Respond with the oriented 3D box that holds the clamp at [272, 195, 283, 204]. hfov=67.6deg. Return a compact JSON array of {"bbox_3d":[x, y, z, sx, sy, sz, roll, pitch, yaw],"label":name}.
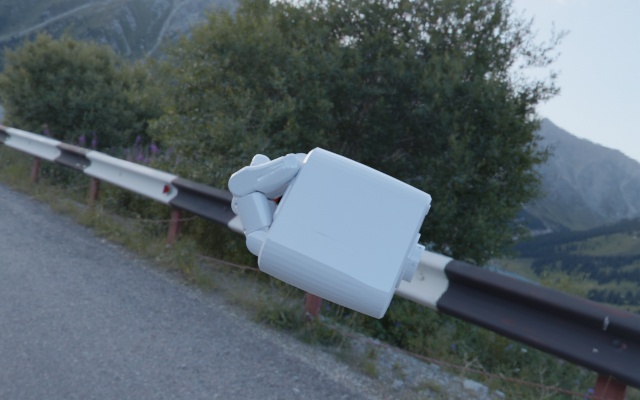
[{"bbox_3d":[0.000,0.001,0.509,0.120,0.039,0.171,25,7,13],"label":"clamp"}]
